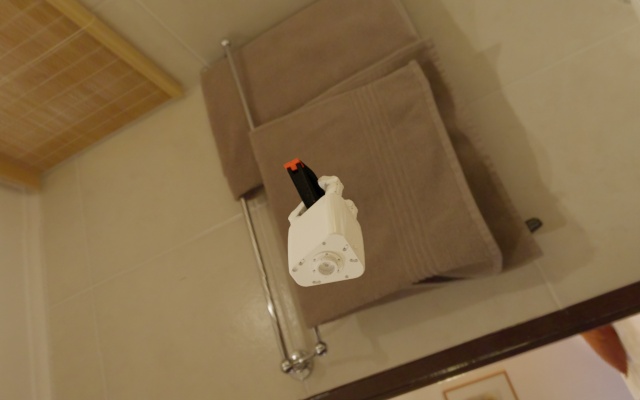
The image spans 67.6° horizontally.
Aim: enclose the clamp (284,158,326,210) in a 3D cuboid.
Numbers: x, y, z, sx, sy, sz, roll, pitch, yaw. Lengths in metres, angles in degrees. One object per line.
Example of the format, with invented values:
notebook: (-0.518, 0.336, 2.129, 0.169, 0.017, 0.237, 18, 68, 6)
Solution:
clamp: (-0.001, 0.003, 0.860, 0.036, 0.210, 0.164, -26, 29, 13)
